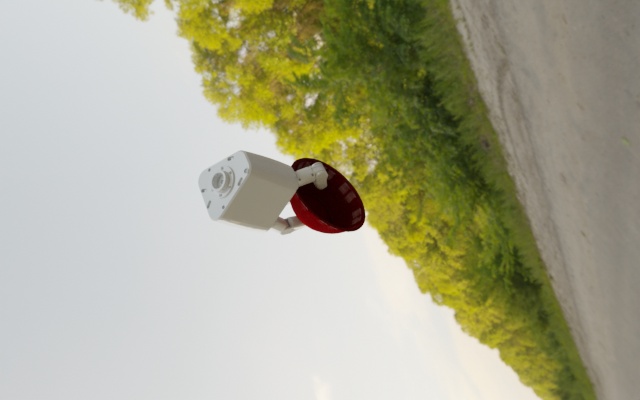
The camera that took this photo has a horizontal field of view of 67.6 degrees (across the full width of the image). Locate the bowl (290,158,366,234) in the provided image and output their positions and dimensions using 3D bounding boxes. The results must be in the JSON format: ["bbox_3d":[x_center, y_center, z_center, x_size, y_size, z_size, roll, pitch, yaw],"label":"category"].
[{"bbox_3d":[0.001,0.003,0.835,0.162,0.162,0.055,0,-38,-46],"label":"bowl"}]
